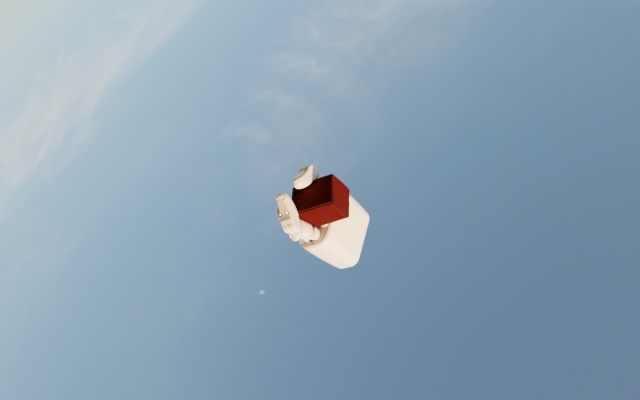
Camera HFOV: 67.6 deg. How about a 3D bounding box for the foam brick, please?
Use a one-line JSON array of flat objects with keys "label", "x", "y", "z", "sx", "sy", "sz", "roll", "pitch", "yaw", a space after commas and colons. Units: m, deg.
[{"label": "foam brick", "x": 0.000, "y": 0.002, "z": 0.733, "sx": 0.078, "sy": 0.053, "sz": 0.051, "roll": -18, "pitch": -37, "yaw": 30}]
